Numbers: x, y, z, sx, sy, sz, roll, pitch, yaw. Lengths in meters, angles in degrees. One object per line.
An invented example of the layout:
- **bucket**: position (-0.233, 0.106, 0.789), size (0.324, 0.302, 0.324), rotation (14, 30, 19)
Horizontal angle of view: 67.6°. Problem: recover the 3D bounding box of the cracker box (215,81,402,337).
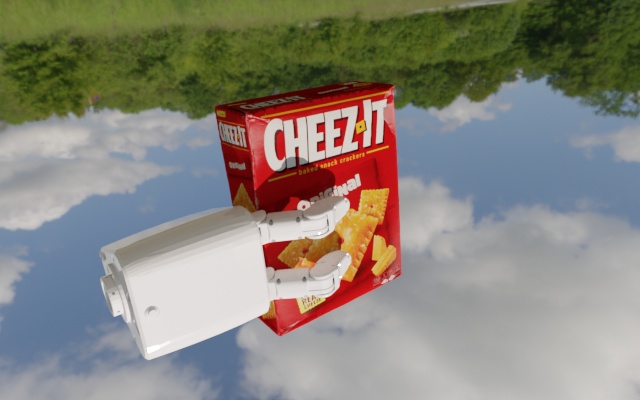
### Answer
- **cracker box**: position (0.000, 0.002, 0.473), size (0.164, 0.214, 0.072), rotation (-18, 24, -31)
